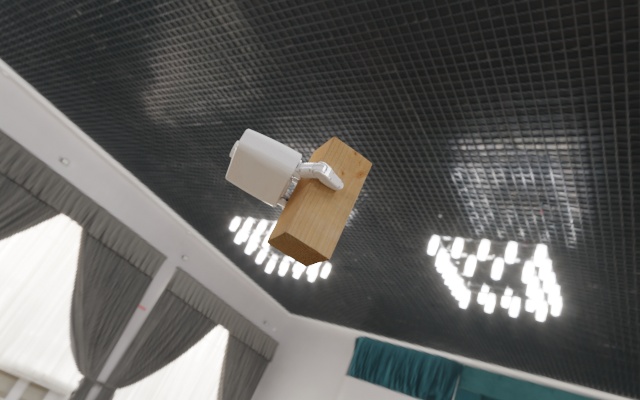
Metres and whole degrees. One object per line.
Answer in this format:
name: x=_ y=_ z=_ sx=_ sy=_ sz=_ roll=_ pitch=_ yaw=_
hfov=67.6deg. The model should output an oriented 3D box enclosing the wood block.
wood block: x=0.000 y=0.002 z=0.847 sx=0.090 sy=0.206 sz=0.091 roll=34 pitch=-28 yaw=-16
